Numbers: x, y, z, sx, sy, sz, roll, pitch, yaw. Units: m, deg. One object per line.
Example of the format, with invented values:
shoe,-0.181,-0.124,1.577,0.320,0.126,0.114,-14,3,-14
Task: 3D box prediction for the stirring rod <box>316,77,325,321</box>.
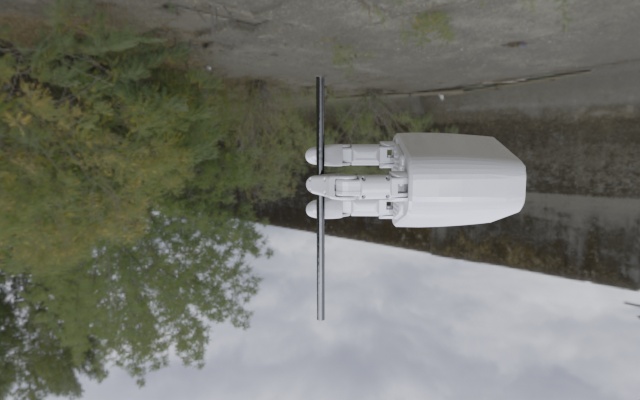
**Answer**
stirring rod,0.000,0.001,0.471,0.011,0.239,0.011,0,7,0
